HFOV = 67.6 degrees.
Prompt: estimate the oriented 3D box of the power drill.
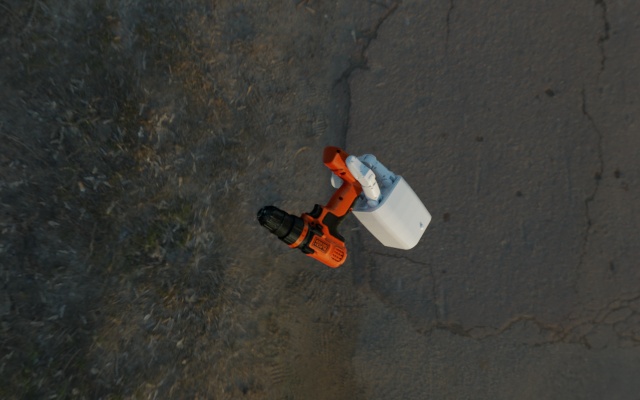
[{"bbox_3d":[0.001,0.002,0.833,0.184,0.187,0.057,33,-8,-30],"label":"power drill"}]
